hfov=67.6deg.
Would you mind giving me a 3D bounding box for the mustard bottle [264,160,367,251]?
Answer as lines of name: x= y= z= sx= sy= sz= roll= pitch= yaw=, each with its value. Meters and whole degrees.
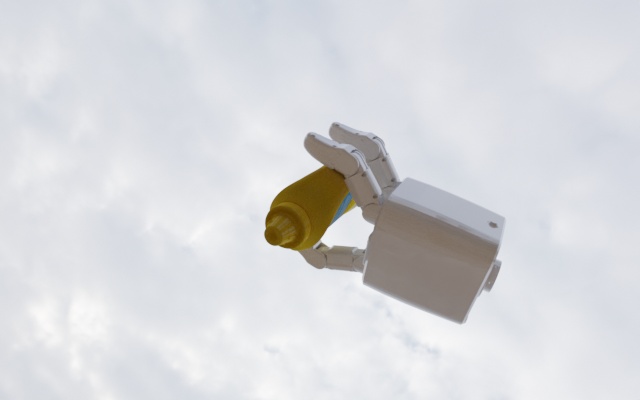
mustard bottle: x=0.000 y=0.001 z=0.480 sx=0.096 sy=0.058 sz=0.191 roll=-49 pitch=-6 yaw=30
